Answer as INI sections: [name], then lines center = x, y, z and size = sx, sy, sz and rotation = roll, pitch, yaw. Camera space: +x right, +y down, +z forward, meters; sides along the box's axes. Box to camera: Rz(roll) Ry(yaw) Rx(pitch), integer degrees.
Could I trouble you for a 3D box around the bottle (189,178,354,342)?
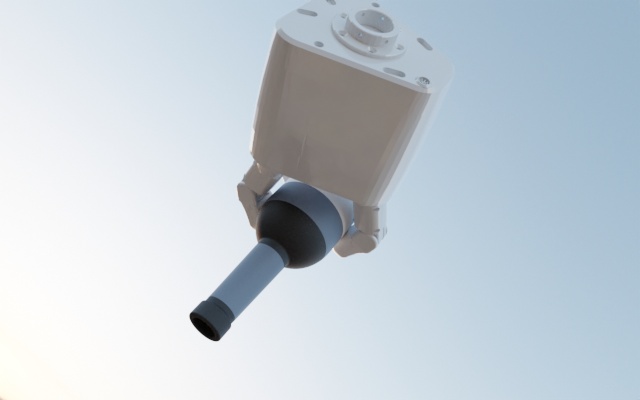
[bottle]
center = 0.000, 0.001, 0.411
size = 0.069, 0.069, 0.295
rotation = 0, 35, 40
